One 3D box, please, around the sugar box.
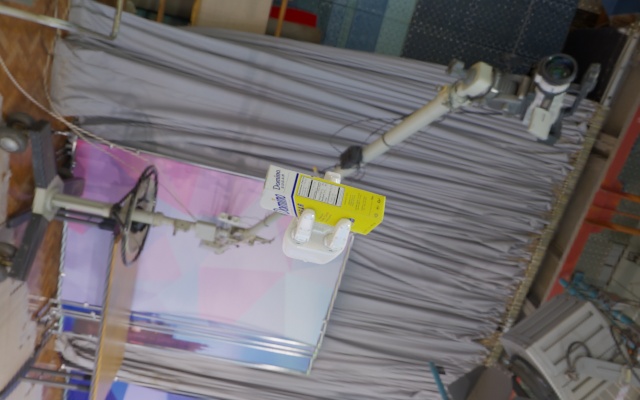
[{"bbox_3d":[0.000,0.003,0.715,0.176,0.048,0.093,12,-19,-6],"label":"sugar box"}]
